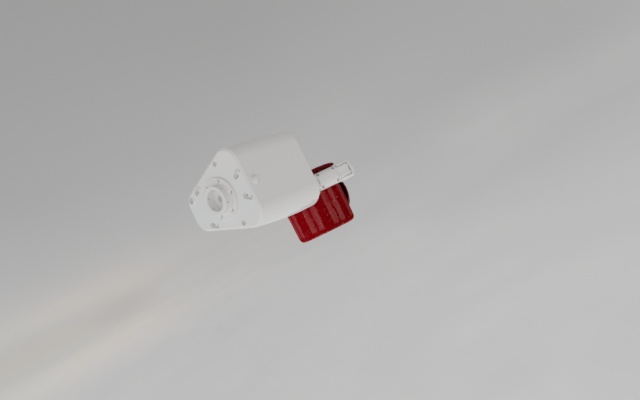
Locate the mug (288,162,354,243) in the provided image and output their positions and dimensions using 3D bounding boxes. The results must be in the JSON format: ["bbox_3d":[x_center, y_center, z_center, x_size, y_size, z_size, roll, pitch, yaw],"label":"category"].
[{"bbox_3d":[0.001,0.002,0.656,0.093,0.081,0.117,-28,-3,39],"label":"mug"}]
